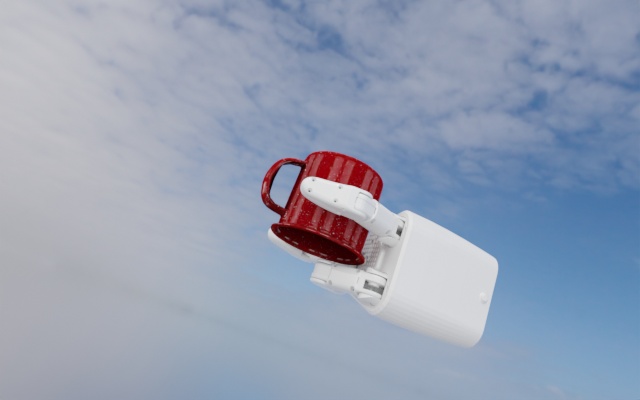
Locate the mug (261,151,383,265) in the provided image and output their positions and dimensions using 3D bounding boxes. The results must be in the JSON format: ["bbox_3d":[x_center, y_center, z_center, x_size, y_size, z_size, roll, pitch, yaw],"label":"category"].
[{"bbox_3d":[-0.001,0.001,0.450,0.117,0.081,0.093,26,-18,-16],"label":"mug"}]
